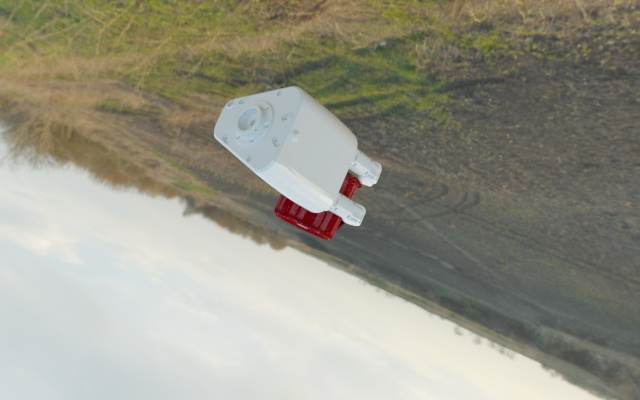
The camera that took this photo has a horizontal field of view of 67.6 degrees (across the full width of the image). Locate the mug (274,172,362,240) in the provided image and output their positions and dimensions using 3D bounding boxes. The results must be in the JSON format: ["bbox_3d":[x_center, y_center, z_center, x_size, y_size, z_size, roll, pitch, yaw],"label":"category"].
[{"bbox_3d":[0.001,0.003,0.612,0.093,0.081,0.117,19,-10,40],"label":"mug"}]
